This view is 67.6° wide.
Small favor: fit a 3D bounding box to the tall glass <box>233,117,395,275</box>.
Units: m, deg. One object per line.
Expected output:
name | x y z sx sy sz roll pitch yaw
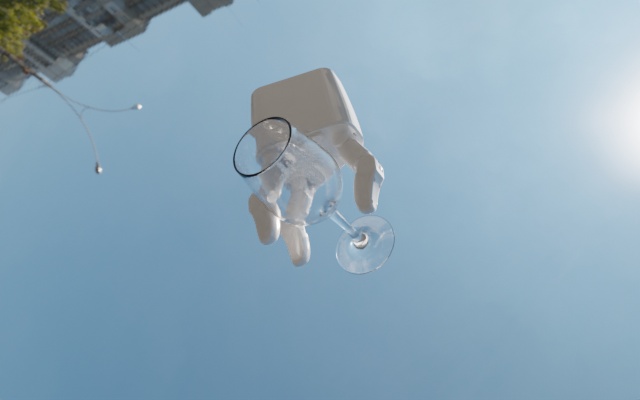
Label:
tall glass | 0.001 0.002 0.476 0.079 0.079 0.201 0 -29 35
